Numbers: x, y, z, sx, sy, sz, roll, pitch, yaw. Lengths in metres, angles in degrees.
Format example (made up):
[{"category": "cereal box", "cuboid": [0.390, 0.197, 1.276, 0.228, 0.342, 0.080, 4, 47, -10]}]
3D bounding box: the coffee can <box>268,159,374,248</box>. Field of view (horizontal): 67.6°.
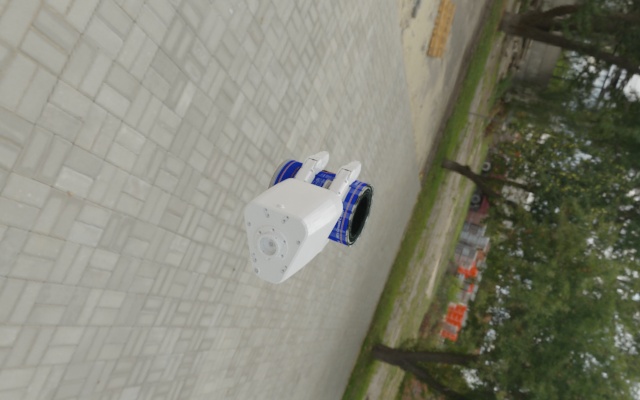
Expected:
[{"category": "coffee can", "cuboid": [0.000, 0.002, 0.749, 0.140, 0.103, 0.103, 19, 6, 19]}]
